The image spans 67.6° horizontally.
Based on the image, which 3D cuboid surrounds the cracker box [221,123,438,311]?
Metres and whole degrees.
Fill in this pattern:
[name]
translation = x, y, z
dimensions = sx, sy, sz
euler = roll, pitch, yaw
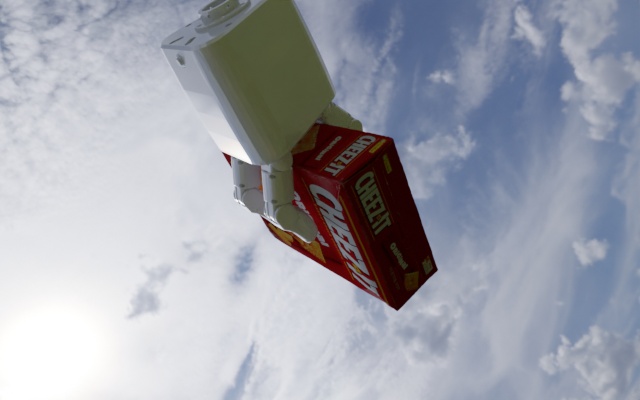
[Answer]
[cracker box]
translation = 0.000, 0.001, 0.494
dimensions = 0.072, 0.164, 0.213
euler = -42, 37, -20
